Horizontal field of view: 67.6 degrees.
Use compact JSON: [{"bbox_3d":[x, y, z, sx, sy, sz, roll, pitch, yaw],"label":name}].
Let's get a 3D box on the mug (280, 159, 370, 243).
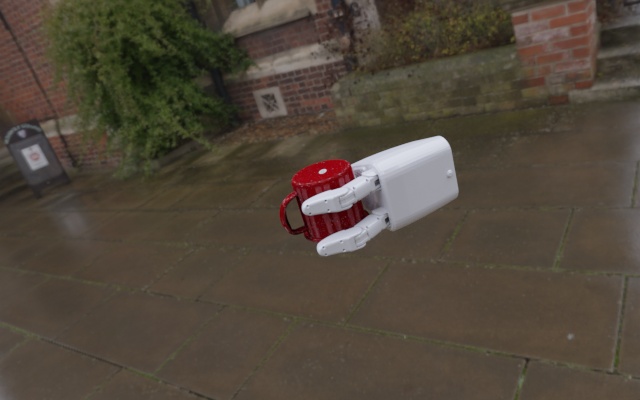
[{"bbox_3d":[-0.001,0.002,0.624,0.117,0.081,0.093,-24,23,-16],"label":"mug"}]
